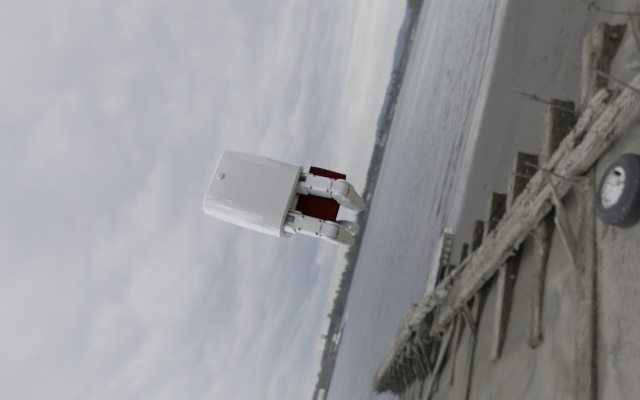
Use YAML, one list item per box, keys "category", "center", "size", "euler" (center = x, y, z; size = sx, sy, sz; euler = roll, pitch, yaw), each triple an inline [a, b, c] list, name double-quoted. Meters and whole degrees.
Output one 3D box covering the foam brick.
- category: "foam brick"
  center: [0.000, 0.002, 0.640]
  size: [0.051, 0.078, 0.053]
  euler: [15, -22, 6]
